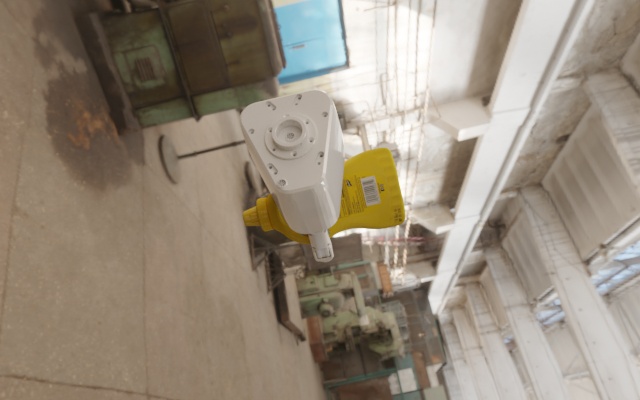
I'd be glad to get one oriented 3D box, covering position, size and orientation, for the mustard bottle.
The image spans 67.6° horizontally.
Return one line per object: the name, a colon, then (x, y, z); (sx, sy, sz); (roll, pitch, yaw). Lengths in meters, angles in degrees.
mustard bottle: (0.000, 0.002, 0.581); (0.191, 0.096, 0.058); (-13, 1, 2)
